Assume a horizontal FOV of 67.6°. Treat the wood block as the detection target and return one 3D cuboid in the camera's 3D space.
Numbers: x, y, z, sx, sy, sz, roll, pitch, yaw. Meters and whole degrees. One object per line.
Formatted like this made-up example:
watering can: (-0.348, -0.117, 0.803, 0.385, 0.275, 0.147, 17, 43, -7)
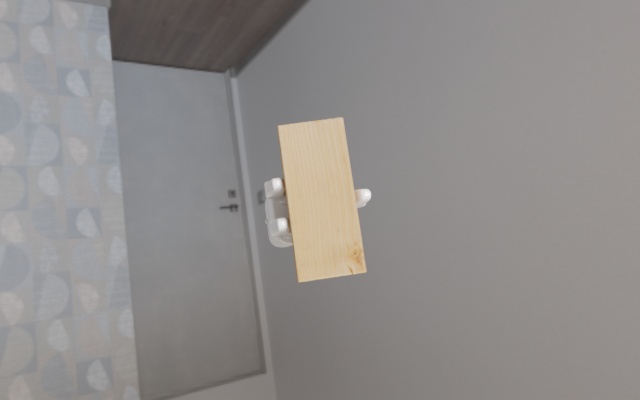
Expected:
wood block: (0.000, 0.002, 0.656, 0.091, 0.206, 0.090, -8, -8, -2)
